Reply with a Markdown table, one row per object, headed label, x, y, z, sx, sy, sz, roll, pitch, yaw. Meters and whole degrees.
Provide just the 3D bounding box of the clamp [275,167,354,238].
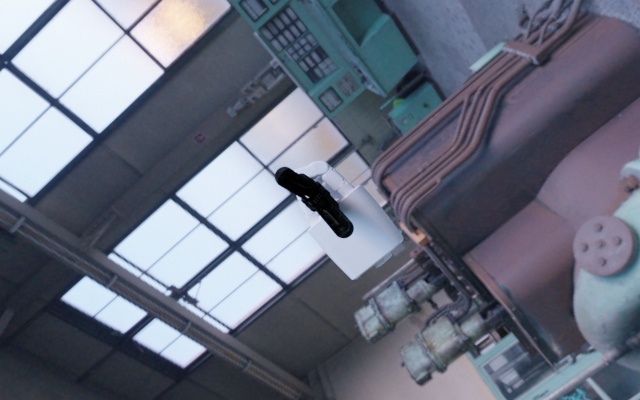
| label | x | y | z | sx | sy | sz | roll | pitch | yaw |
| --- | --- | --- | --- | --- | --- | --- | --- | --- | --- |
| clamp | 0.000 | 0.002 | 0.653 | 0.039 | 0.120 | 0.171 | -43 | -4 | 8 |
